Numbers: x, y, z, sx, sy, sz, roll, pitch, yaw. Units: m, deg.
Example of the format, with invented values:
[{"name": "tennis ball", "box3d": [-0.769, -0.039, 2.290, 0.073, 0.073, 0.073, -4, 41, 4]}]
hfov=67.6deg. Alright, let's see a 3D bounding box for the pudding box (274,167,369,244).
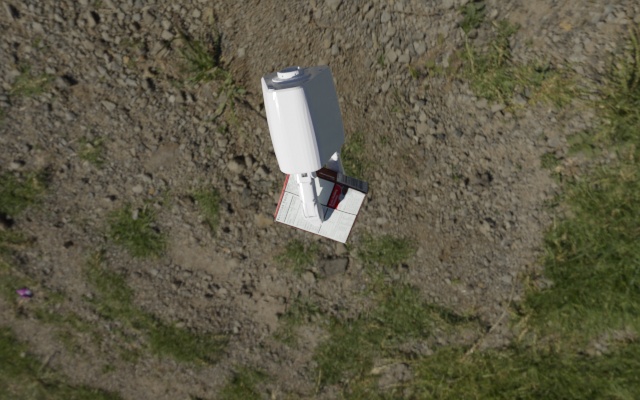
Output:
[{"name": "pudding box", "box3d": [0.000, 0.002, 0.671, 0.113, 0.090, 0.039, 19, 27, -3]}]
